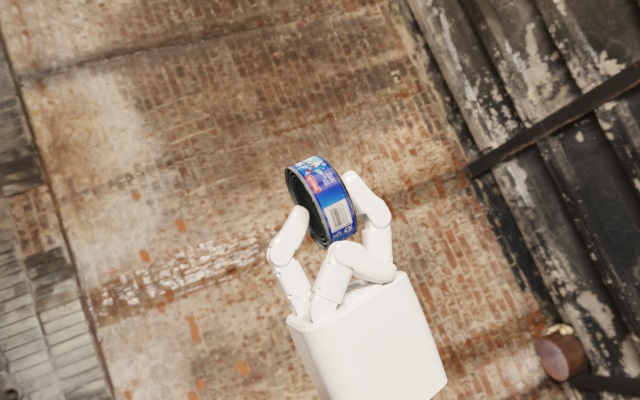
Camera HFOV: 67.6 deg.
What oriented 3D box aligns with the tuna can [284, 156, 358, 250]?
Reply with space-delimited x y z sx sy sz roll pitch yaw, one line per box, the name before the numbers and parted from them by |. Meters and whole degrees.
tuna can | 0.001 0.001 0.452 0.034 0.086 0.086 -26 7 -14
